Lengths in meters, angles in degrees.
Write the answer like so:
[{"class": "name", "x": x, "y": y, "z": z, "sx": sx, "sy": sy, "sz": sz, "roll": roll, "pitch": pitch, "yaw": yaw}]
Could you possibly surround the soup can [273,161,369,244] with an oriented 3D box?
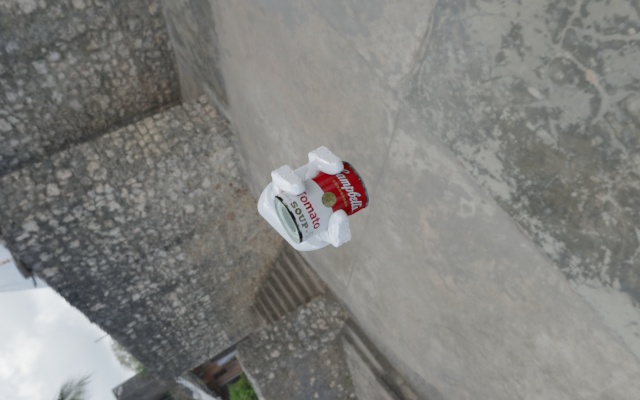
[{"class": "soup can", "x": 0.000, "y": 0.002, "z": 0.599, "sx": 0.102, "sy": 0.068, "sz": 0.068, "roll": -28, "pitch": 9, "yaw": -18}]
